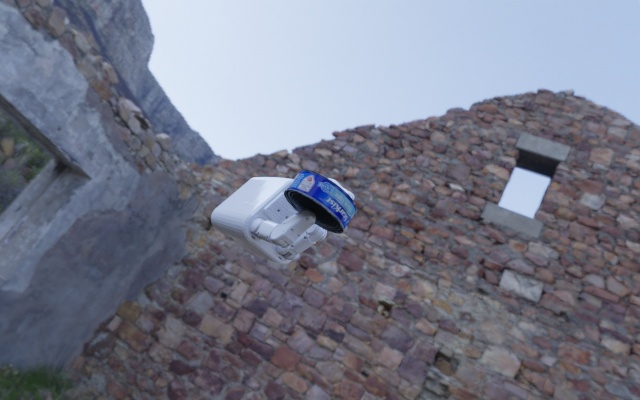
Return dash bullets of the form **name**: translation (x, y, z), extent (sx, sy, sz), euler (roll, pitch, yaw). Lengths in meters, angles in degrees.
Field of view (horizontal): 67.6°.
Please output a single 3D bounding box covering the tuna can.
- **tuna can**: translation (0.000, 0.001, 0.578), extent (0.086, 0.033, 0.086), euler (32, -17, 11)
